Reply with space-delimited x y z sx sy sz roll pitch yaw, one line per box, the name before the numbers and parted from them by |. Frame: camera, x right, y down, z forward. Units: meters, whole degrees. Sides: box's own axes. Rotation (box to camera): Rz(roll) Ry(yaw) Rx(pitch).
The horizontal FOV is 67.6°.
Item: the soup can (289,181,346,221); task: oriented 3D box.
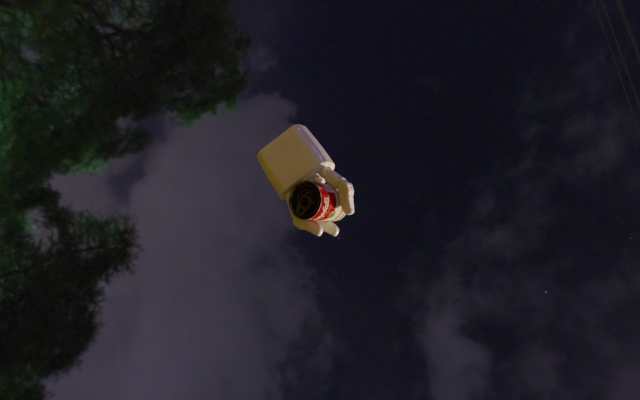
soup can | 0.001 0.003 0.857 0.068 0.068 0.102 0 -4 33
